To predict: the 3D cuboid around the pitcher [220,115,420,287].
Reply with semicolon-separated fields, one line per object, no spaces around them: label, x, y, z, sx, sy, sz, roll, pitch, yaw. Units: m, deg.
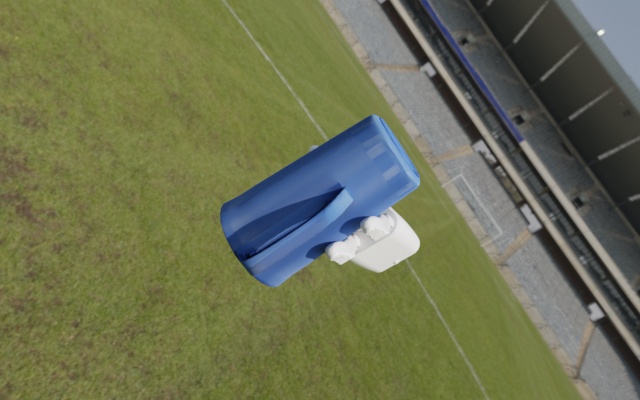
pitcher;0.000;0.002;0.611;0.243;0.149;0.145;-33;-34;14
